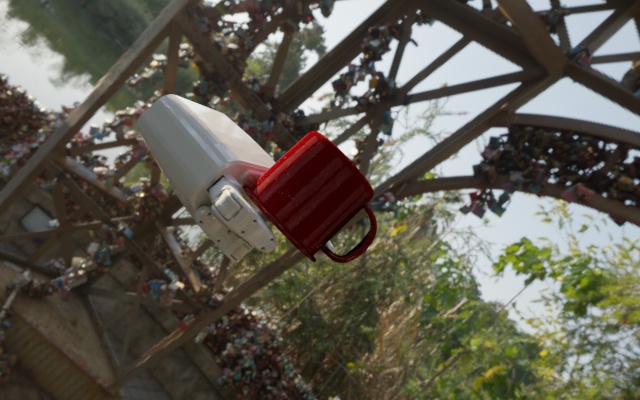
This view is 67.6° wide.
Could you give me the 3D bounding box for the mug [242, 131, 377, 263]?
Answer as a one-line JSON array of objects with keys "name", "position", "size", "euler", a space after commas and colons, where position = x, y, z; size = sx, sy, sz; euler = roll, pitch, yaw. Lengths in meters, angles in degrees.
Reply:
[{"name": "mug", "position": [0.001, 0.002, 0.419], "size": [0.117, 0.081, 0.093], "euler": [46, -2, 21]}]
